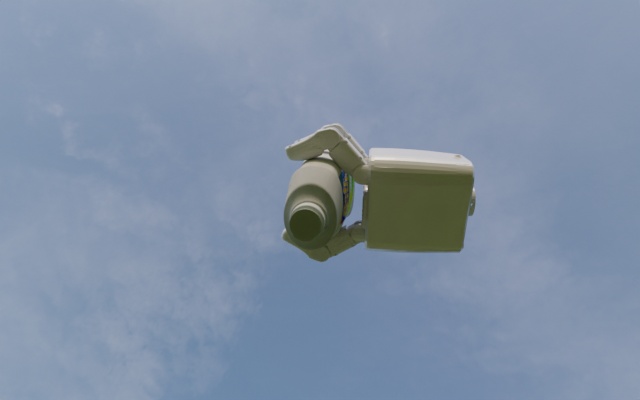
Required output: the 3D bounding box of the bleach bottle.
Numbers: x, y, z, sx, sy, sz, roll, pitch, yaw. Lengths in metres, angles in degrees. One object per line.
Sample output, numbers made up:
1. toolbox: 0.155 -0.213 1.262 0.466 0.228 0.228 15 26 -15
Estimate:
1. bleach bottle: 0.000 0.002 0.525 0.068 0.102 0.250 4 13 5
